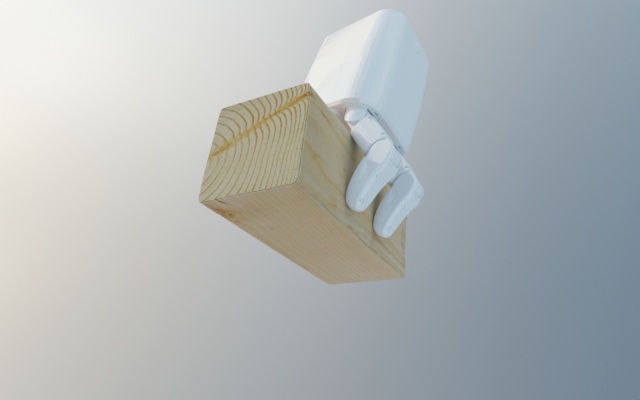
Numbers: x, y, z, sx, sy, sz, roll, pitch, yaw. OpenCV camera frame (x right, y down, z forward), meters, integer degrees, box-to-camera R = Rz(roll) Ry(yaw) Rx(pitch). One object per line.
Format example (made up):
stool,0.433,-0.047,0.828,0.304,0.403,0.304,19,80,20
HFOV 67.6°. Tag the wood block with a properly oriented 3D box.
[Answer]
wood block,0.000,0.001,0.434,0.091,0.090,0.206,-9,-31,29
